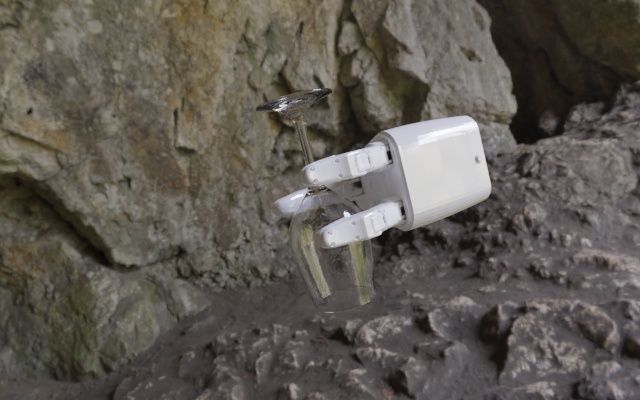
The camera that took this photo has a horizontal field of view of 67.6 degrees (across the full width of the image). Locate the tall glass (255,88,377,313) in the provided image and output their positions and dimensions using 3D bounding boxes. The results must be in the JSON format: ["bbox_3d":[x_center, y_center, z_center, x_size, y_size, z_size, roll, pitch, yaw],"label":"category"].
[{"bbox_3d":[0.000,0.001,0.455,0.079,0.201,0.079,-14,5,1],"label":"tall glass"}]
